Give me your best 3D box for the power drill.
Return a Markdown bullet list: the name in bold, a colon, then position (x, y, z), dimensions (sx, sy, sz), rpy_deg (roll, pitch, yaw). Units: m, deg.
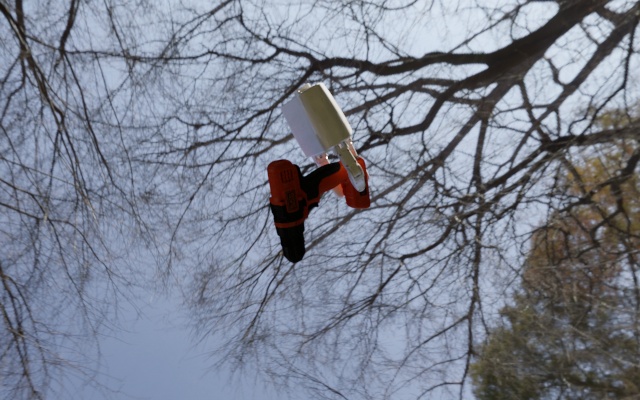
- **power drill**: position (0.000, 0.002, 0.850), dimensions (0.187, 0.184, 0.057), rpy_deg (-19, 20, -30)
